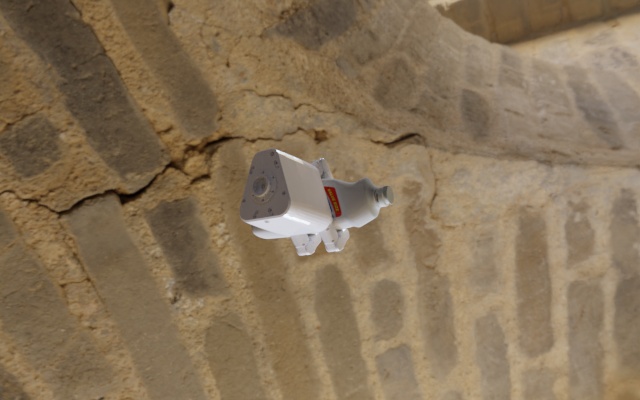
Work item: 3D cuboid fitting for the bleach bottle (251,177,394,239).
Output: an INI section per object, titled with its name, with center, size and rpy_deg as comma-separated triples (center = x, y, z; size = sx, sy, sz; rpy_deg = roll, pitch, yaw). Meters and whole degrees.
[bleach bottle]
center = 0.000, 0.003, 0.792
size = 0.251, 0.102, 0.068
rpy_deg = -10, -18, 30
